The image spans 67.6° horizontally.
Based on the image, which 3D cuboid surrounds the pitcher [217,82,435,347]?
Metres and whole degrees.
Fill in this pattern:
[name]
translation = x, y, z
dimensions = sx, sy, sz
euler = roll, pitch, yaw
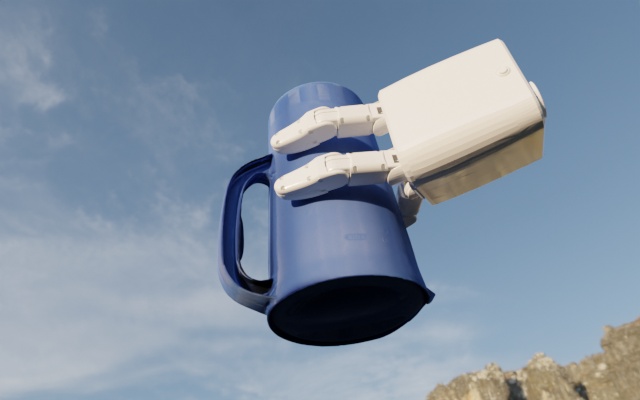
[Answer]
[pitcher]
translation = 0.000, 0.001, 0.450
dimensions = 0.145, 0.242, 0.149
euler = -23, -39, 18
